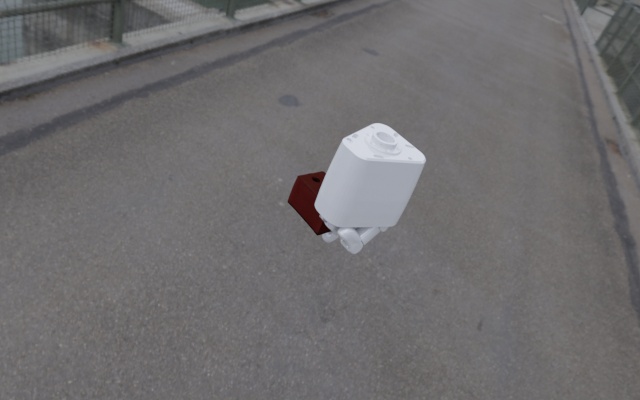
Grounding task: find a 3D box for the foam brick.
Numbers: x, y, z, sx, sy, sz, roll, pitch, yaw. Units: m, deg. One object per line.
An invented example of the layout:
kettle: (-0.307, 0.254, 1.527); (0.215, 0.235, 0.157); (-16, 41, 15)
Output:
foam brick: (0.000, 0.002, 0.684); (0.053, 0.051, 0.078); (-14, 48, -40)
